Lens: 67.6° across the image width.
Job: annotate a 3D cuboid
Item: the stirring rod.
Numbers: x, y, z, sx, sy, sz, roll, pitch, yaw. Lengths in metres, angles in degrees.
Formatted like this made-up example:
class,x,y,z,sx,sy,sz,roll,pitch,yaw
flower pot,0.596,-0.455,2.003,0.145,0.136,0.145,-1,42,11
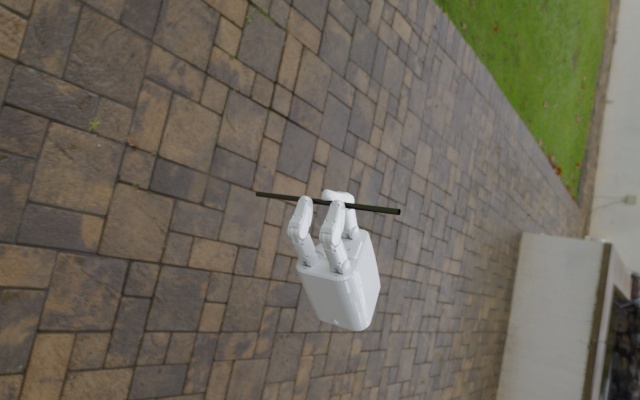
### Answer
class,x,y,z,sx,sy,sz,roll,pitch,yaw
stirring rod,0.000,0.002,0.652,0.239,0.011,0.011,7,4,37
